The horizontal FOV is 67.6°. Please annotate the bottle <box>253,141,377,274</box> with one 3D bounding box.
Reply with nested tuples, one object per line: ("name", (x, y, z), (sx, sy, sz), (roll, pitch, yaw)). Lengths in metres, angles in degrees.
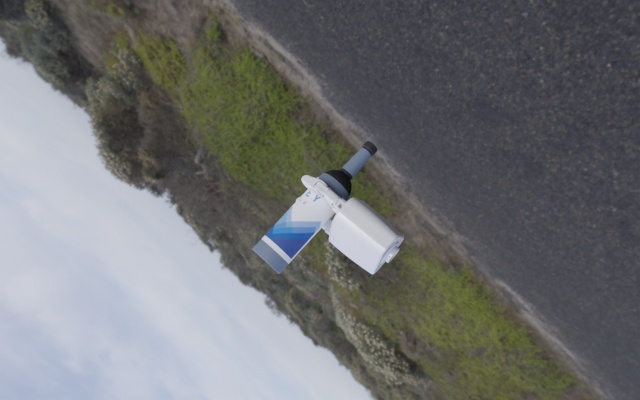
("bottle", (0.000, 0.003, 0.879), (0.069, 0.295, 0.069), (41, -10, 9))
